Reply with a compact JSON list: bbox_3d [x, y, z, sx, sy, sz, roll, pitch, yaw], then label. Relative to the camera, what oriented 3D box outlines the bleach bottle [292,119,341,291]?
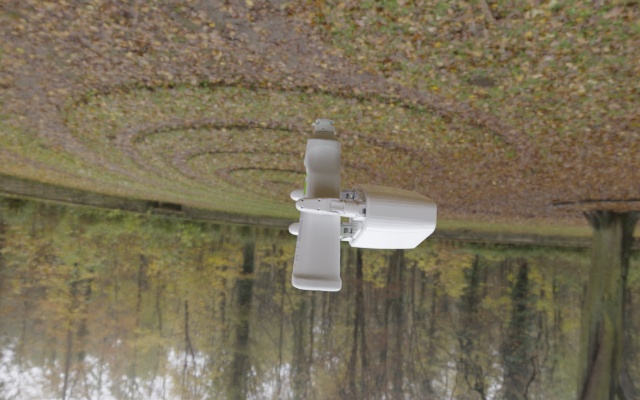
[{"bbox_3d":[0.000,0.002,0.706,0.068,0.251,0.102,5,-7,-8],"label":"bleach bottle"}]
